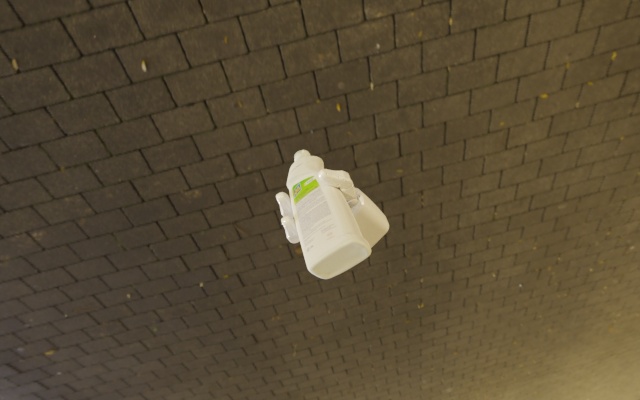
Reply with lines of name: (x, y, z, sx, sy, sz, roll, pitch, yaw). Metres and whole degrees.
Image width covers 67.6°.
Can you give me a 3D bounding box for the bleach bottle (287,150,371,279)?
bleach bottle: (0.000, 0.003, 0.805, 0.102, 0.250, 0.068, -33, -43, 18)
